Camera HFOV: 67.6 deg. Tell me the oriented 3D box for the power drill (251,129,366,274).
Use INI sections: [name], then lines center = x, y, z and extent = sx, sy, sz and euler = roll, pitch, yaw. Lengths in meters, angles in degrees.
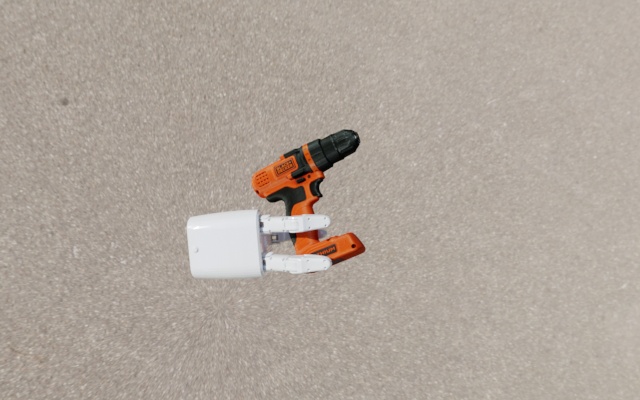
[power drill]
center = 0.000, 0.003, 0.719
extent = 0.184, 0.187, 0.057
euler = -26, -19, 16
